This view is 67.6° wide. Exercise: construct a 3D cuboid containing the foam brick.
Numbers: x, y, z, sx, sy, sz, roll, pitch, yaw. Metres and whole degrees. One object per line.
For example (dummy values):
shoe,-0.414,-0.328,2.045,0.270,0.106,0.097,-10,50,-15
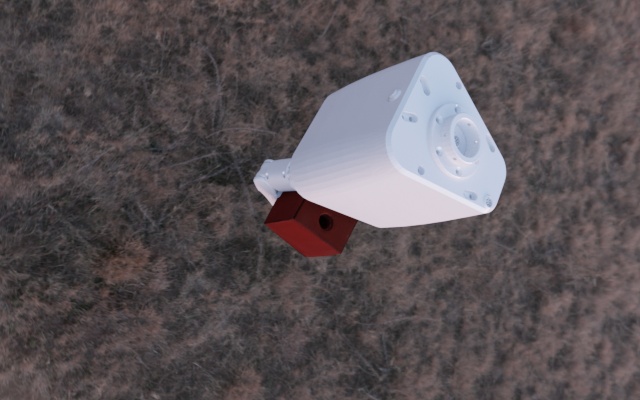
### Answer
foam brick,0.000,0.002,0.402,0.053,0.078,0.051,39,-26,-25
